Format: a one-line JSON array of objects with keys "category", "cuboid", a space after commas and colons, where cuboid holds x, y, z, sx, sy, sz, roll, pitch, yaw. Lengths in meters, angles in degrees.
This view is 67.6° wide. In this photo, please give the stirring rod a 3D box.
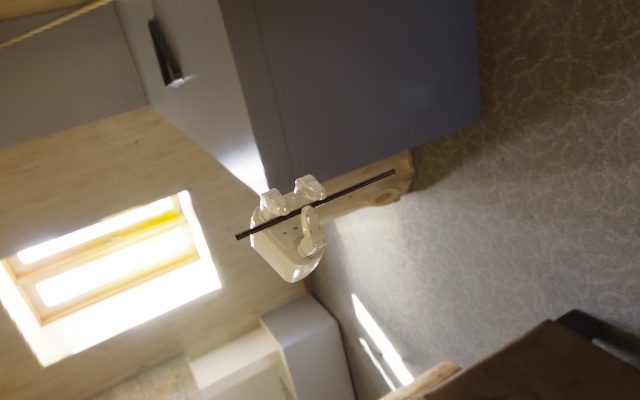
[{"category": "stirring rod", "cuboid": [0.000, 0.002, 0.630, 0.239, 0.011, 0.011, -23, 9, -21]}]
